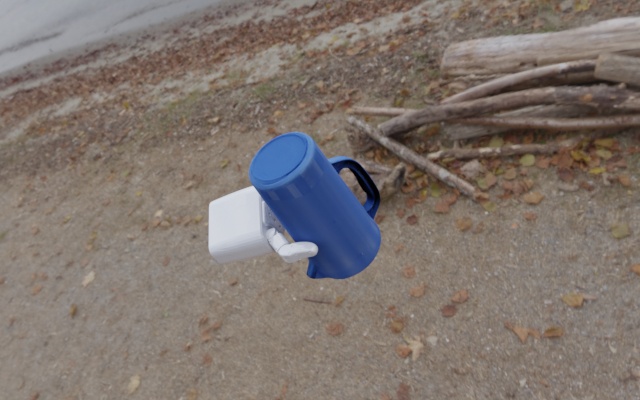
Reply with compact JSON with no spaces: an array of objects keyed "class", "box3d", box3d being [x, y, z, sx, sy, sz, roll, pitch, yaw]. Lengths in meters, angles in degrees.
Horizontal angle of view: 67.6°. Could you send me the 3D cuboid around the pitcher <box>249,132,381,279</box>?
[{"class":"pitcher","box3d":[0.000,0.003,0.754,0.145,0.149,0.243,-15,-44,20]}]
